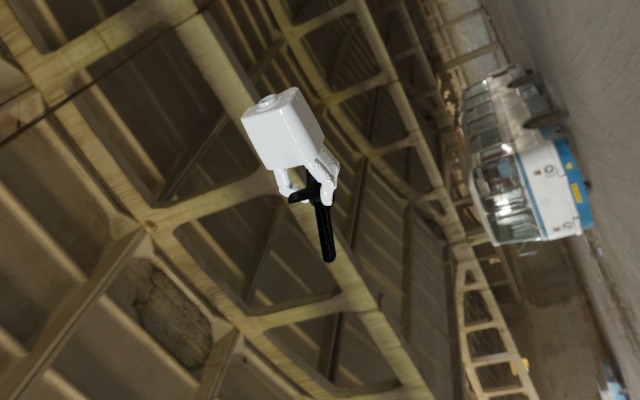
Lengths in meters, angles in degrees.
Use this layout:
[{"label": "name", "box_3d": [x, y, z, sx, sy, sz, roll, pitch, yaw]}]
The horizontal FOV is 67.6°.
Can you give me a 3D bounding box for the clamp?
[{"label": "clamp", "box_3d": [-0.001, 0.003, 0.897, 0.036, 0.165, 0.209, -14, 31, 20]}]
